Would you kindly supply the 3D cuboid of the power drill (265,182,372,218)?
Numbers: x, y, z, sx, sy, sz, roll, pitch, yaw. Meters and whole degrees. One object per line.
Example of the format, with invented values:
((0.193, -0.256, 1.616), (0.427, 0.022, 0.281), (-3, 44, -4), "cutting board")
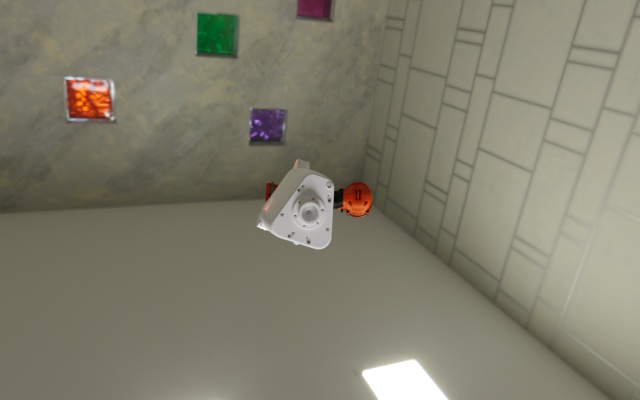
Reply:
((0.000, 0.003, 0.871), (0.187, 0.057, 0.184), (-2, -10, 3), "power drill")
